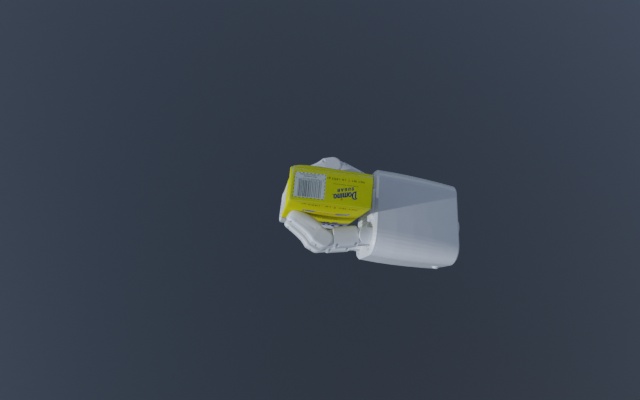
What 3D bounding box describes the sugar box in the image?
[{"bbox_3d":[0.000,0.002,0.596,0.093,0.048,0.176,8,-14,-6],"label":"sugar box"}]
